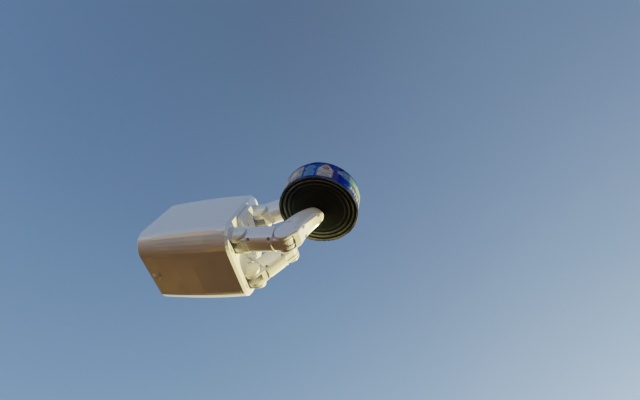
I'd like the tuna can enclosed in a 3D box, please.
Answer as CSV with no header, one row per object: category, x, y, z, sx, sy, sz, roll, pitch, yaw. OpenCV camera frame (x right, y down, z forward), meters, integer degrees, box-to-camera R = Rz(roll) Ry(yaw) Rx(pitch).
tuna can,0.000,0.001,0.523,0.086,0.086,0.033,0,36,12
